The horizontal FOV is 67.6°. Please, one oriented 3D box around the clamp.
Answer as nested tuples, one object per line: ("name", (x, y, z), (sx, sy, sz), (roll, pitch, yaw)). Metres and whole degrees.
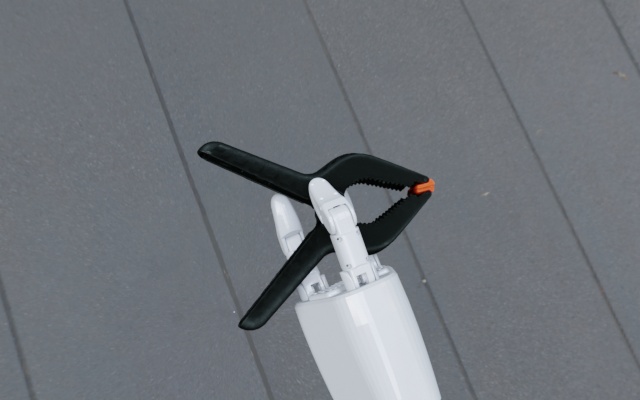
("clamp", (0.001, 0.001, 0.429), (0.210, 0.164, 0.036), (-20, -2, -14))
